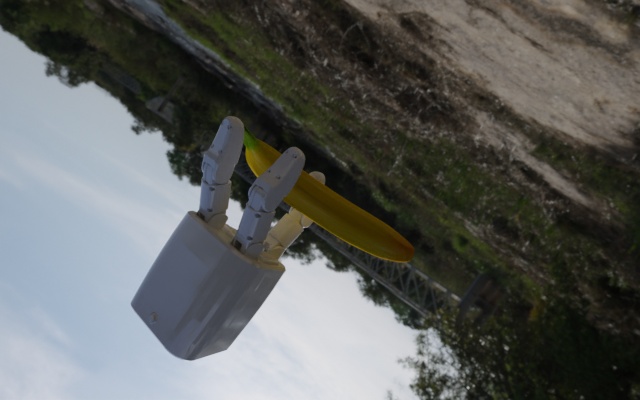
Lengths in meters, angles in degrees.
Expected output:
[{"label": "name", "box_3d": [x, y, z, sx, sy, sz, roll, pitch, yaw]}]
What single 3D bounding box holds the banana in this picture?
[{"label": "banana", "box_3d": [-0.001, 0.002, 0.452, 0.198, 0.037, 0.069, 34, -3, 8]}]
